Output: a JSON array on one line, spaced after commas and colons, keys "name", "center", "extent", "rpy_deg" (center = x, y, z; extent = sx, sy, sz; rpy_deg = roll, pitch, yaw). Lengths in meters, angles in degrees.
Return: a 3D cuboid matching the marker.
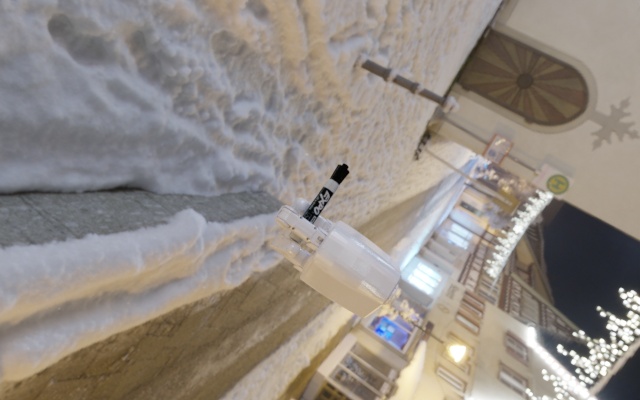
[{"name": "marker", "center": [0.000, 0.002, 0.622], "extent": [0.020, 0.121, 0.020], "rpy_deg": [34, -10, 7]}]
